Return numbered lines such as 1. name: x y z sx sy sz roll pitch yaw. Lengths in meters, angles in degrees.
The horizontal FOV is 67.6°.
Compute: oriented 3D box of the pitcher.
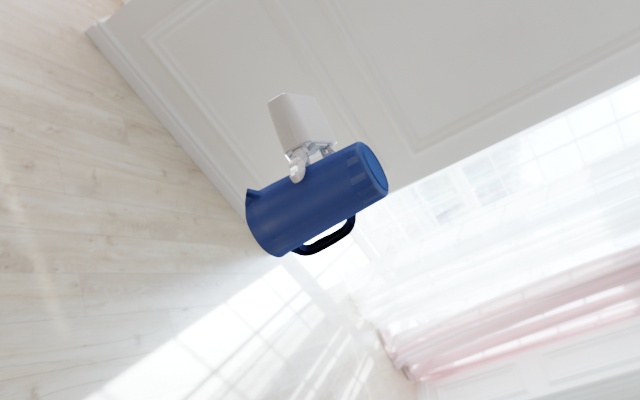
1. pitcher: 0.000 0.003 0.860 0.243 0.145 0.149 -27 -14 20
